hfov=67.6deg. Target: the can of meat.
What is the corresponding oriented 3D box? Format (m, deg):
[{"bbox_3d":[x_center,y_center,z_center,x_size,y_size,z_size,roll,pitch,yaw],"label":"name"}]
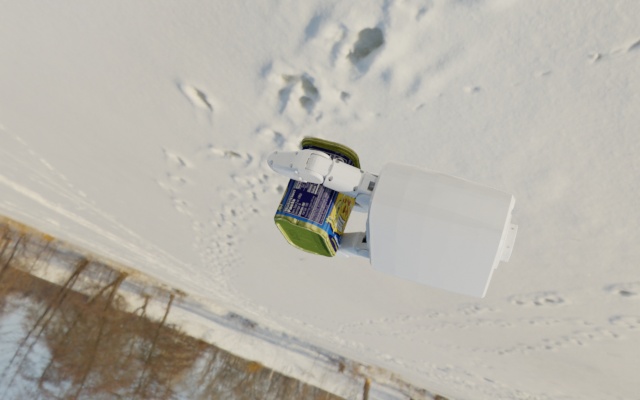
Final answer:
[{"bbox_3d":[0.000,0.002,0.462,0.057,0.084,0.102,16,-18,15],"label":"can of meat"}]
